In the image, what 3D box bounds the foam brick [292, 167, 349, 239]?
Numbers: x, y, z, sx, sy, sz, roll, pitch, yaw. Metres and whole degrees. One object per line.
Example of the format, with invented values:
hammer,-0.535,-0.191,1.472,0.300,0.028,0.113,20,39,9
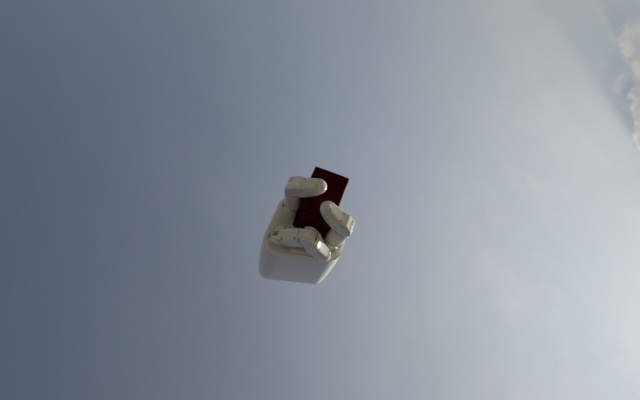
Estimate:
foam brick,0.000,0.002,0.673,0.053,0.078,0.051,22,-33,0
